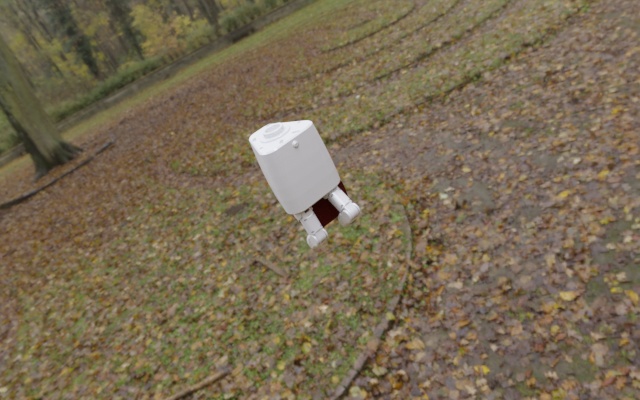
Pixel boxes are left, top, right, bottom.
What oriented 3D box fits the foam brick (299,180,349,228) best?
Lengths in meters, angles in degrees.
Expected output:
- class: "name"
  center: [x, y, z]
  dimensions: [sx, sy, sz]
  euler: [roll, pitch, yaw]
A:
- class: "foam brick"
  center: [0.000, 0.002, 0.766]
  dimensions: [0.078, 0.051, 0.053]
  euler: [-38, 35, -22]
